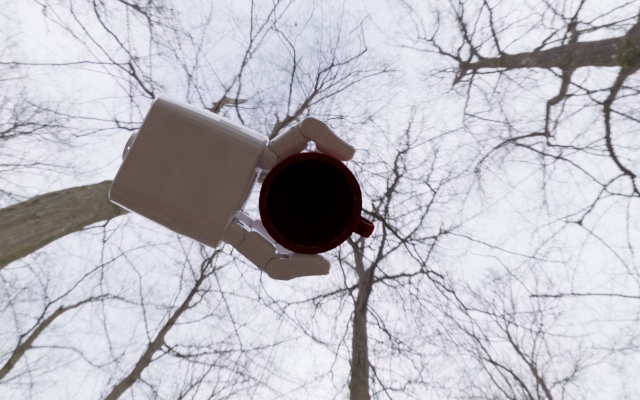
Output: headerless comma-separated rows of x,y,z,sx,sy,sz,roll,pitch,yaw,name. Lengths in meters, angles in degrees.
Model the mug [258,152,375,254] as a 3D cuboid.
0.001,0.002,0.464,0.117,0.093,0.081,25,8,-7,mug
